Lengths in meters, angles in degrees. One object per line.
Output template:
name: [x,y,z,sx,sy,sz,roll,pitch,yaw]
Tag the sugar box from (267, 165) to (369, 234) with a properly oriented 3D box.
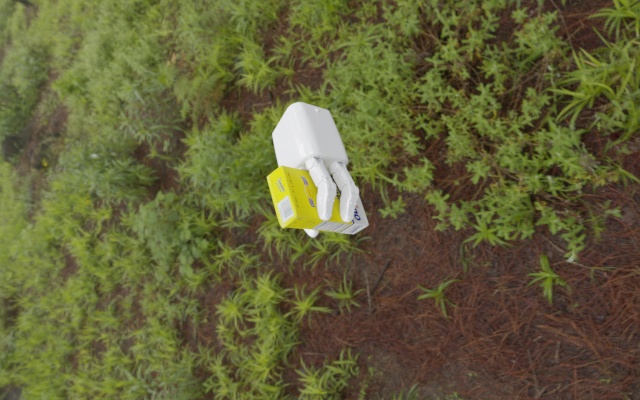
sugar box: [0.000,0.002,0.790,0.176,0.093,0.048,6,-32,-44]
